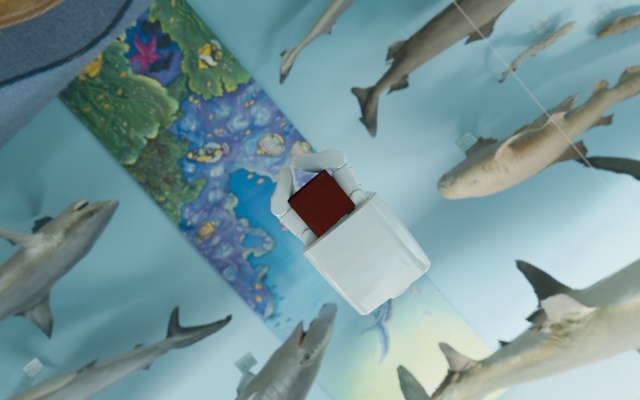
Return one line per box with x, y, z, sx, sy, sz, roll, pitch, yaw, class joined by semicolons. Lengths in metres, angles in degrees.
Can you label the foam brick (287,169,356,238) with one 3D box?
0.000;0.002;0.523;0.053;0.051;0.078;-40;3;1;foam brick
